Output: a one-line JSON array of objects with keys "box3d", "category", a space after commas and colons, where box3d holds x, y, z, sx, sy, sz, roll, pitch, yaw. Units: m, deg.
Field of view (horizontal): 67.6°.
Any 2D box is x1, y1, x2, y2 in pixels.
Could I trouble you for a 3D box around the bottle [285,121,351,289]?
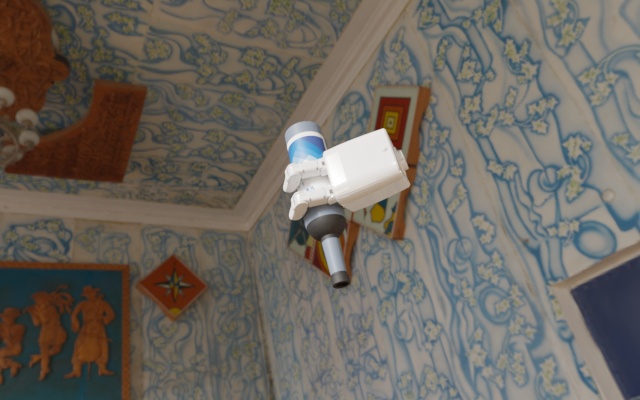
[{"box3d": [0.000, 0.002, 0.780, 0.069, 0.295, 0.069, -11, -31, -6], "category": "bottle"}]
